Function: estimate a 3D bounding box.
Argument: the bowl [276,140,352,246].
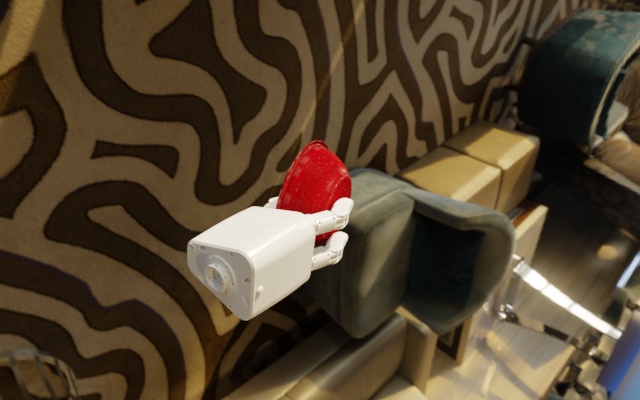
[{"bbox_3d":[0.001,0.001,0.658,0.055,0.162,0.162,19,6,20],"label":"bowl"}]
